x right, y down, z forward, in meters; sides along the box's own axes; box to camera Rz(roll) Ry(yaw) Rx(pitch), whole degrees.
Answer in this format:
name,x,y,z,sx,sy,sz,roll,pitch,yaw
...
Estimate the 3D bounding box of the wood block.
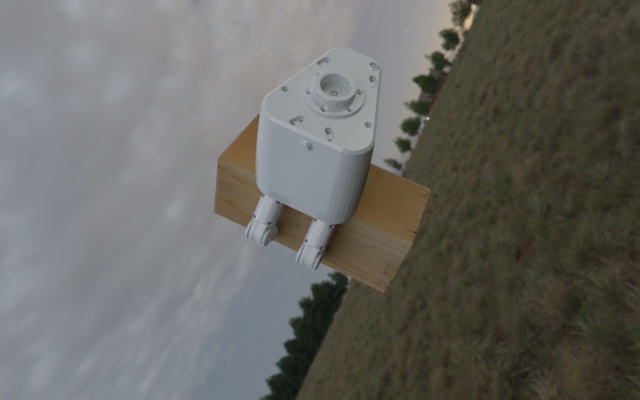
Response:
name,x,y,z,sx,sy,sz,roll,pitch,yaw
wood block,0.000,0.001,0.517,0.206,0.090,0.090,25,48,7
